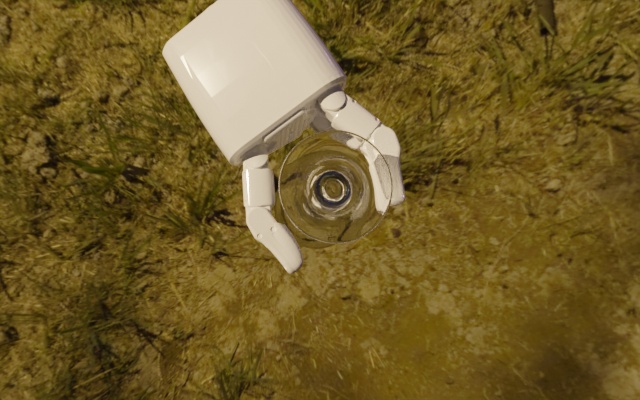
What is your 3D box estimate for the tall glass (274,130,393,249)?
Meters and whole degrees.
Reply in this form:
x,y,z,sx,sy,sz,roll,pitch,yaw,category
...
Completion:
x,y,z,sx,sy,sz,roll,pitch,yaw,category
0.000,0.001,0.404,0.079,0.079,0.201,0,-7,-6,tall glass
